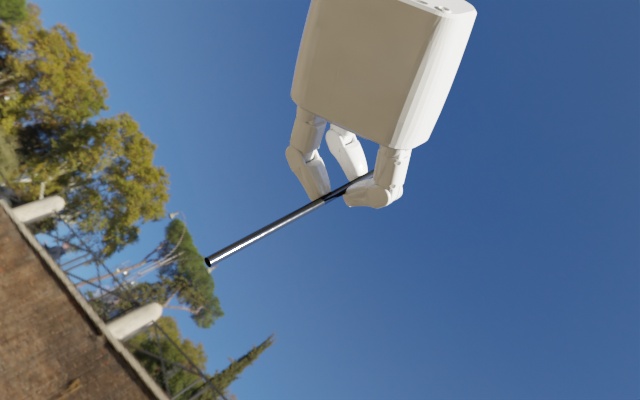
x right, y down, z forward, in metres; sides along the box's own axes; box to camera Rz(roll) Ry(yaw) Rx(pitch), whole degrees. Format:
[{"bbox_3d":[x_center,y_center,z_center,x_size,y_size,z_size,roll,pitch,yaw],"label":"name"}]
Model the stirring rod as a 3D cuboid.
[{"bbox_3d":[0.000,0.001,0.421,0.011,0.011,0.239,0,21,47],"label":"stirring rod"}]
